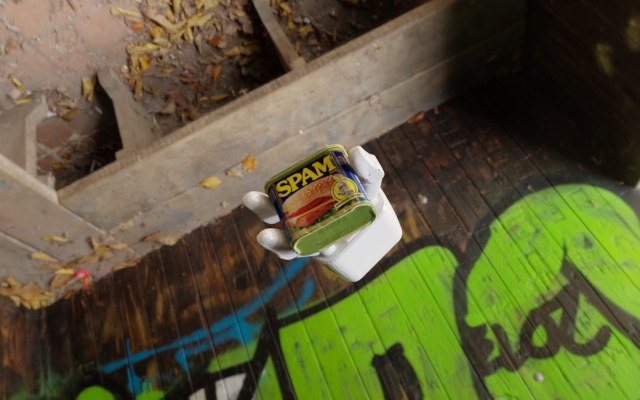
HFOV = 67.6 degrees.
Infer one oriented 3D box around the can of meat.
[{"bbox_3d":[0.000,0.002,0.522,0.102,0.084,0.057,-29,-31,5],"label":"can of meat"}]
